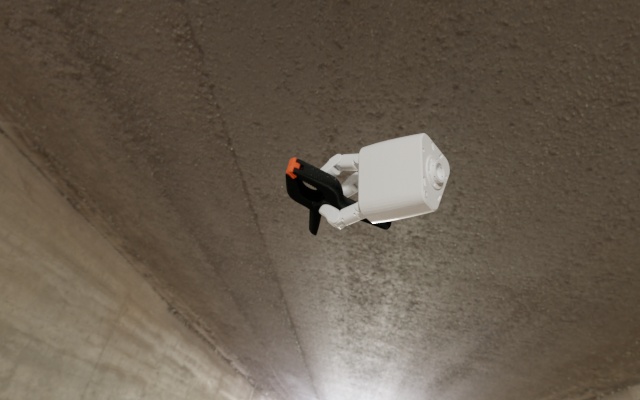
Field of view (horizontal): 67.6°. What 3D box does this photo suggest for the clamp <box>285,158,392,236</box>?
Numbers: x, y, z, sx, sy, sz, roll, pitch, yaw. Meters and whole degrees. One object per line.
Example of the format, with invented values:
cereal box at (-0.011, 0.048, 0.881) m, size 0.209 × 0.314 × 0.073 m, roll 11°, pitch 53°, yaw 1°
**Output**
clamp at (0.000, 0.003, 0.807) m, size 0.164 × 0.036 × 0.210 m, roll -14°, pitch -39°, yaw 38°
